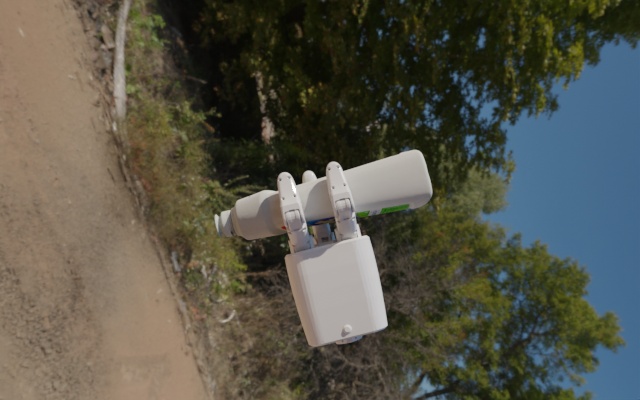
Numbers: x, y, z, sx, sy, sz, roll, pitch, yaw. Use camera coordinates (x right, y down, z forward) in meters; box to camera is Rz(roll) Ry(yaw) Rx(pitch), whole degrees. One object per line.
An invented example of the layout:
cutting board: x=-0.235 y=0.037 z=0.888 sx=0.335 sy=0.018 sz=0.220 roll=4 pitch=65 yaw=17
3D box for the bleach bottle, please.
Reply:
bleach bottle: x=0.000 y=0.002 z=0.579 sx=0.251 sy=0.068 sz=0.102 roll=-14 pitch=-6 yaw=-1
